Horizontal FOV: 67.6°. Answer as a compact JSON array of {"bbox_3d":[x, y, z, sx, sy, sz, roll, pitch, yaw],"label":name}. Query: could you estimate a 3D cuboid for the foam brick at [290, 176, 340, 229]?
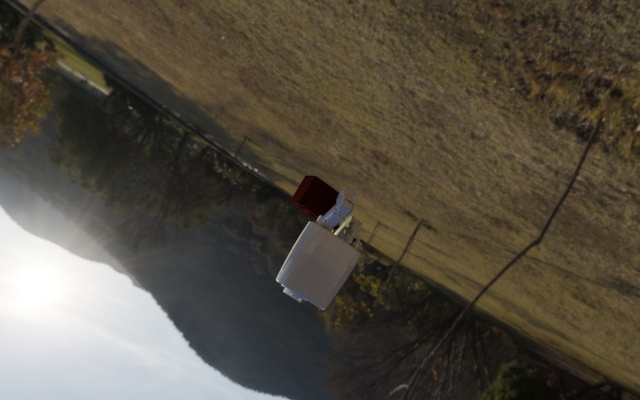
[{"bbox_3d":[0.000,0.002,0.763,0.078,0.051,0.053,35,-9,-16],"label":"foam brick"}]
